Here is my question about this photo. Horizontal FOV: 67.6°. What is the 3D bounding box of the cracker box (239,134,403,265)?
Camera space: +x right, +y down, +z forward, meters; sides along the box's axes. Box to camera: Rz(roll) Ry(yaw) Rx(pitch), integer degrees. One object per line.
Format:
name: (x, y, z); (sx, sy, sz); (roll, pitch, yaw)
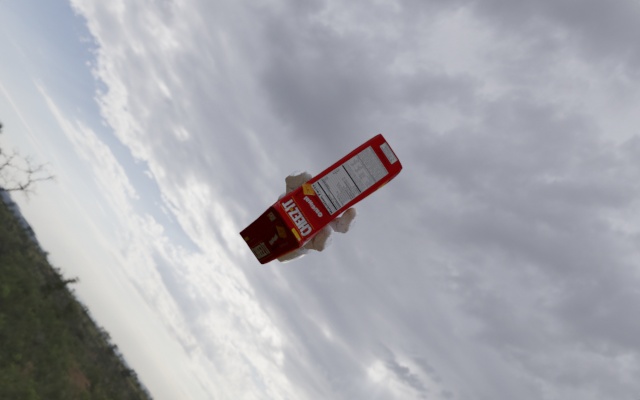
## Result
cracker box: (0.000, 0.002, 0.717); (0.213, 0.072, 0.164); (-35, 0, -29)
